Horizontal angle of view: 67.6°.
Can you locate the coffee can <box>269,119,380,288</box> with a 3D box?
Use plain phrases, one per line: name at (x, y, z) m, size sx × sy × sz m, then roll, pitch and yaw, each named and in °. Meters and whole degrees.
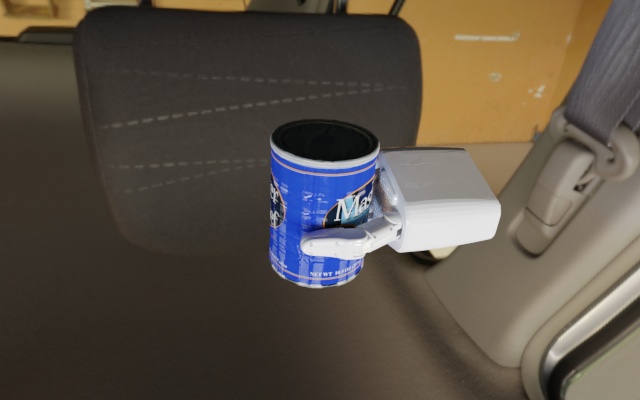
coffee can at (0.000, 0.001, 0.482) m, size 0.103 × 0.140 × 0.102 m, roll 3°, pitch 30°, yaw -2°
